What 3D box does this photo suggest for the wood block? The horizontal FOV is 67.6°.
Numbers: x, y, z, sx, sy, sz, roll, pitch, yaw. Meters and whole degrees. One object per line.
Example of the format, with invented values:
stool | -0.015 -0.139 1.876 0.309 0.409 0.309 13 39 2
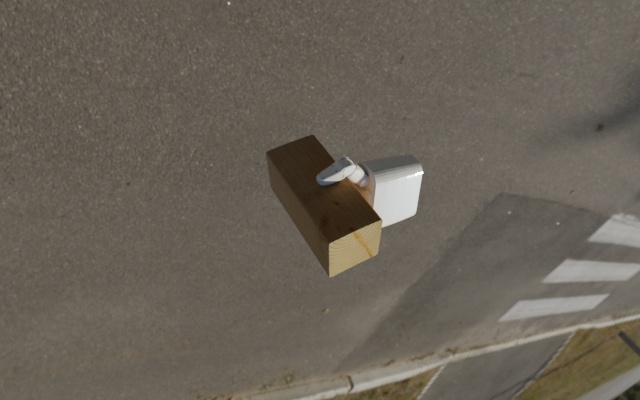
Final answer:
wood block | 0.001 0.002 0.749 0.090 0.206 0.091 -23 -37 -18
